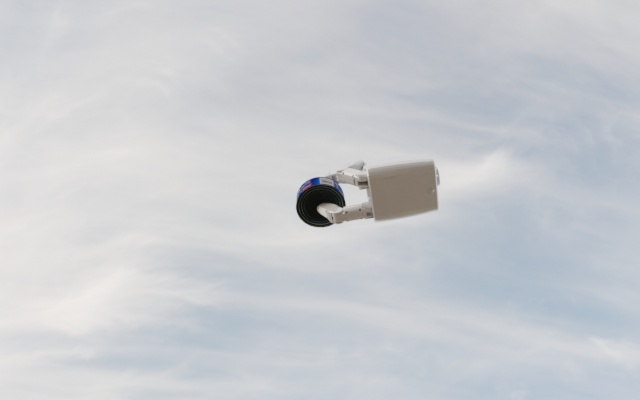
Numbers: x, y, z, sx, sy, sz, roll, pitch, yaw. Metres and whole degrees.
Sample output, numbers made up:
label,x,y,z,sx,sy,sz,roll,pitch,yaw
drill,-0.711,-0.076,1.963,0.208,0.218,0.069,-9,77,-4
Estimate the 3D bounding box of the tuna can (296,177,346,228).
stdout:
label,x,y,z,sx,sy,sz,roll,pitch,yaw
tuna can,0.000,0.002,0.828,0.086,0.086,0.033,0,30,-3
